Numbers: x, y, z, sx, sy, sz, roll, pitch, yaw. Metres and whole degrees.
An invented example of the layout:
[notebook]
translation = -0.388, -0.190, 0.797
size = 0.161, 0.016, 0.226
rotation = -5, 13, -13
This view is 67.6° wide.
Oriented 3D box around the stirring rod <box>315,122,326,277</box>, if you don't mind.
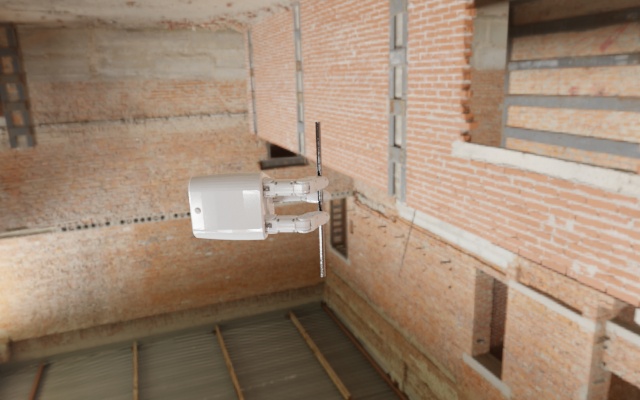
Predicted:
[stirring rod]
translation = 0.000, 0.002, 0.723
size = 0.011, 0.239, 0.011
rotation = -2, 14, 0
